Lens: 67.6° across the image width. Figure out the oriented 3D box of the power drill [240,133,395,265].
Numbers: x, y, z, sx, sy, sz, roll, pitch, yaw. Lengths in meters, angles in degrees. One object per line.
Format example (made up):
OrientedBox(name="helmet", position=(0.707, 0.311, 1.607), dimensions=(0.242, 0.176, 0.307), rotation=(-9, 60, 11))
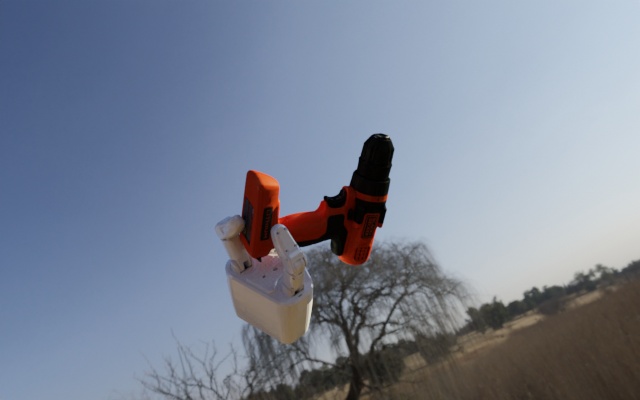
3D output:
OrientedBox(name="power drill", position=(0.000, 0.002, 0.598), dimensions=(0.187, 0.184, 0.057), rotation=(0, 24, -25))
